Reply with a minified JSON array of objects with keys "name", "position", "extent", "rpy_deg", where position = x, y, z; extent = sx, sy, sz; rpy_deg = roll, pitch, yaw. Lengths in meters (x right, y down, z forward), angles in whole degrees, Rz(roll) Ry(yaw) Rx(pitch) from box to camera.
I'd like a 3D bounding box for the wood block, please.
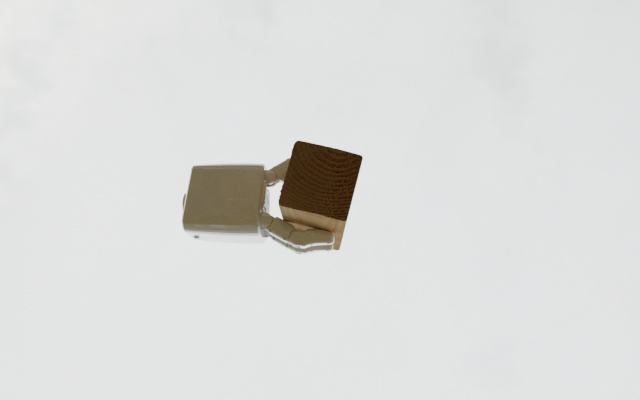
[{"name":"wood block","position":[0.000,0.002,0.686],"extent":[0.090,0.090,0.206],"rpy_deg":[14,-15,3]}]
